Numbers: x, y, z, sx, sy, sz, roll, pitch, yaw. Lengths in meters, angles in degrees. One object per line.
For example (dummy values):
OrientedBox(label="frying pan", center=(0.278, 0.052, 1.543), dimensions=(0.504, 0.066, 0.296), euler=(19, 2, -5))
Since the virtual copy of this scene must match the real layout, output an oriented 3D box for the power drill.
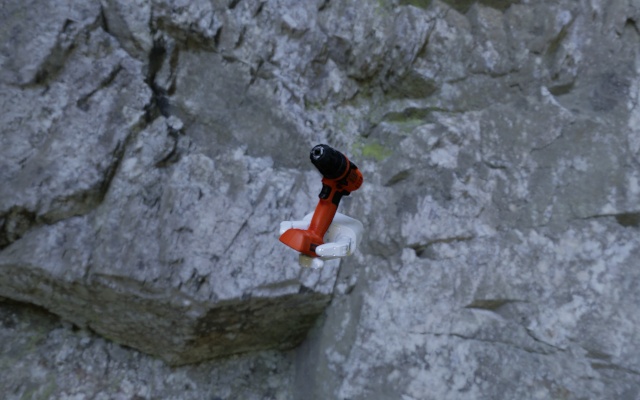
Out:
OrientedBox(label="power drill", center=(0.000, 0.003, 0.848), dimensions=(0.057, 0.187, 0.184), euler=(28, 0, 28))
